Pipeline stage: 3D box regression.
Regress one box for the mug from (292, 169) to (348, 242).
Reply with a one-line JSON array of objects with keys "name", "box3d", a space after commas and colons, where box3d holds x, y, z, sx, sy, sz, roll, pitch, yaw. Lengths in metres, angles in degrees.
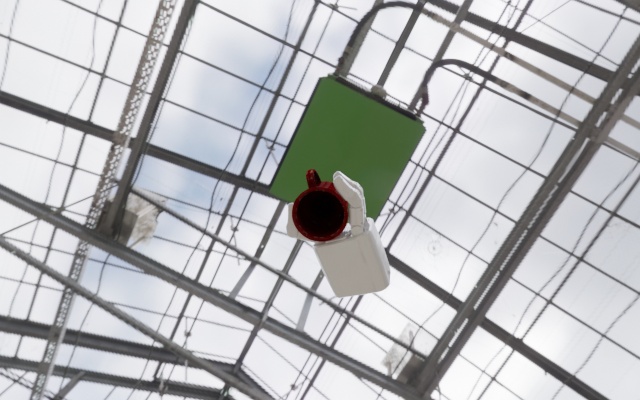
[{"name": "mug", "box3d": [0.000, 0.001, 0.811, 0.093, 0.117, 0.081, -18, 11, 12]}]
